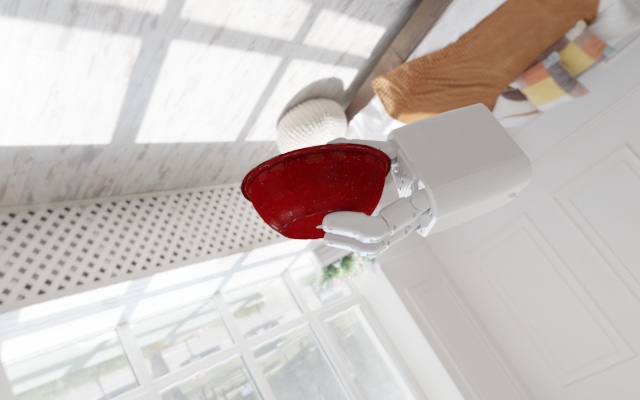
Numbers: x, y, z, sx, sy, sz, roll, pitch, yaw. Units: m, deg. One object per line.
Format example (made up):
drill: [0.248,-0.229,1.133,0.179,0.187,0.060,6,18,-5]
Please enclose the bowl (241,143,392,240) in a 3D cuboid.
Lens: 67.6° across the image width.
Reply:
bowl: [-0.001,0.002,0.499,0.162,0.055,0.162,-9,-20,-3]
